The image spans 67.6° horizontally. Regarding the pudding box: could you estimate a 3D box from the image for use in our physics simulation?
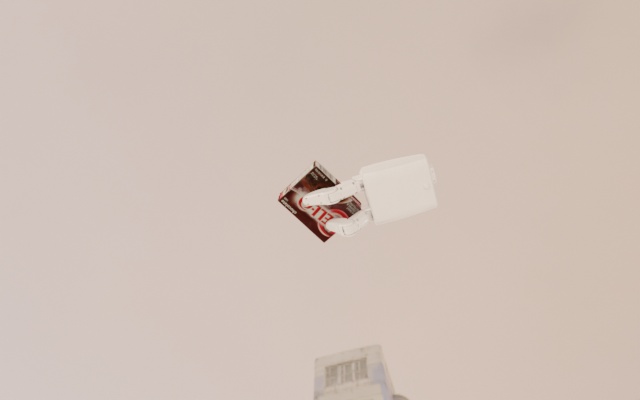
[{"bbox_3d":[0.000,0.003,0.797,0.090,0.113,0.039,-42,14,17],"label":"pudding box"}]
